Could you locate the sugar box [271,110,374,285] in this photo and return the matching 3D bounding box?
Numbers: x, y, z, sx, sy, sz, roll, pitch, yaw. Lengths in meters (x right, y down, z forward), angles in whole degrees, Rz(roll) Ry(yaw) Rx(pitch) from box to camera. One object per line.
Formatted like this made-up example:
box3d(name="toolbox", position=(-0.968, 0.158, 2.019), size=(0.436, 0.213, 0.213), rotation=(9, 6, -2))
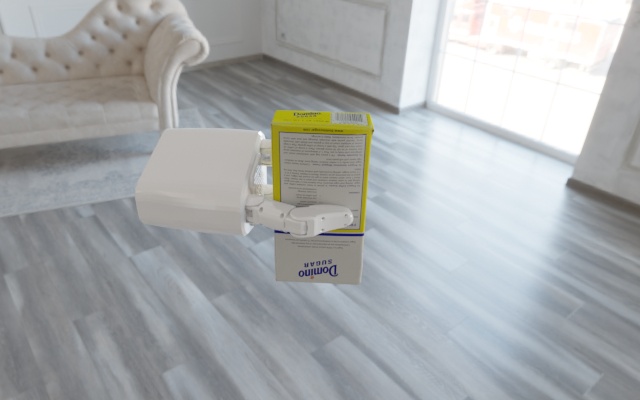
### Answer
box3d(name="sugar box", position=(0.000, 0.001, 0.478), size=(0.093, 0.176, 0.048), rotation=(3, 31, 1))
